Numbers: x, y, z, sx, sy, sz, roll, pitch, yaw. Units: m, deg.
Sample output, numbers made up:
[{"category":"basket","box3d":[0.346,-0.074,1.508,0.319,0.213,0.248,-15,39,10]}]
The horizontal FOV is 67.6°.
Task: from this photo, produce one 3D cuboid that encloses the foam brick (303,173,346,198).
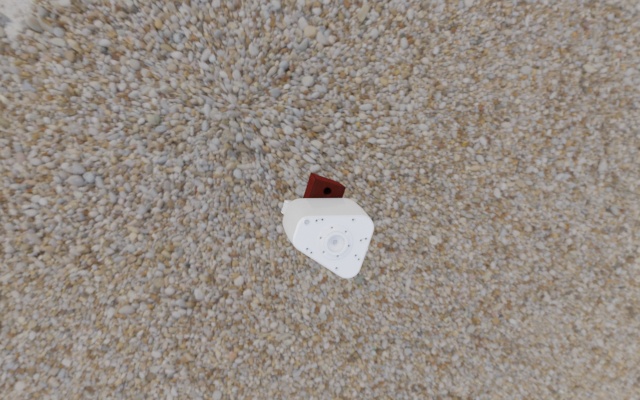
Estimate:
[{"category":"foam brick","box3d":[0.000,0.002,0.762,0.053,0.078,0.051,16,8,-13]}]
